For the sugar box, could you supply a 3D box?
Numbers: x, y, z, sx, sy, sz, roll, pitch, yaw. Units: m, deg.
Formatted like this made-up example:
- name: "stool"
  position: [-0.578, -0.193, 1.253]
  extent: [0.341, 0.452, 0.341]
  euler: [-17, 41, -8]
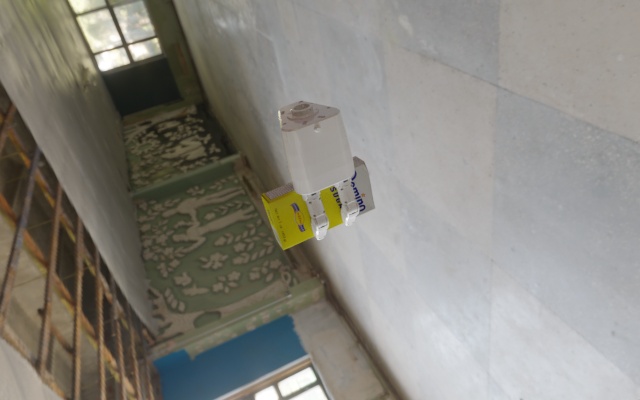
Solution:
- name: "sugar box"
  position: [0.000, 0.003, 0.785]
  extent: [0.176, 0.093, 0.048]
  euler: [-23, 29, -14]
